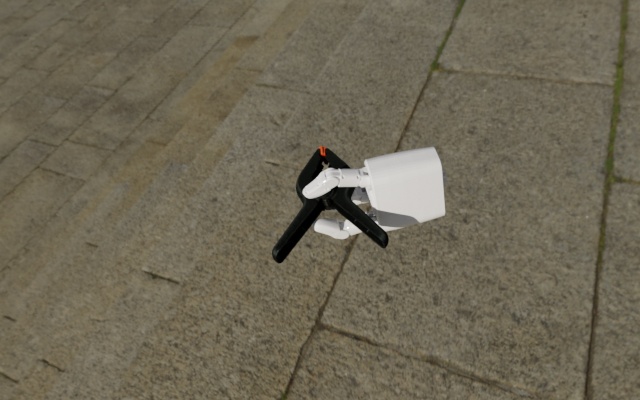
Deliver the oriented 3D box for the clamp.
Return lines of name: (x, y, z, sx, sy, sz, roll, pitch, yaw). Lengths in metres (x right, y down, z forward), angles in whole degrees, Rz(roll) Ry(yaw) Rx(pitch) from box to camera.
clamp: (0.000, 0.001, 0.721, 0.164, 0.209, 0.036, -14, -40, 2)
